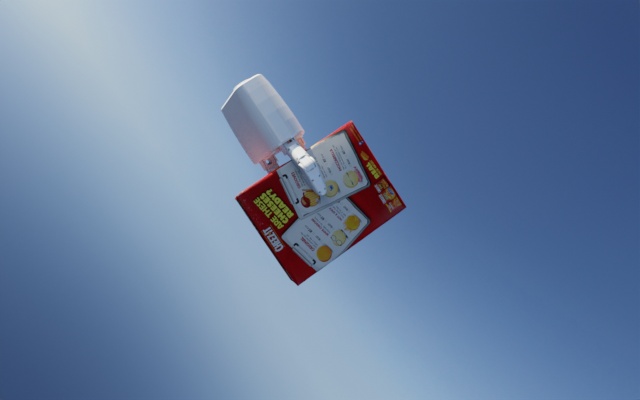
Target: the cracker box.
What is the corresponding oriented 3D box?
[{"bbox_3d":[0.000,0.002,0.748,0.213,0.164,0.072,-34,5,-12],"label":"cracker box"}]
